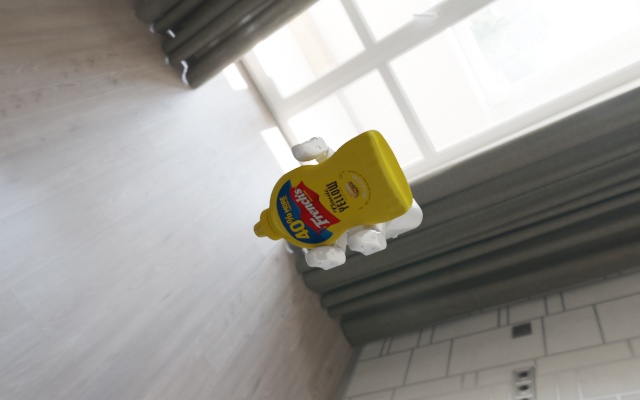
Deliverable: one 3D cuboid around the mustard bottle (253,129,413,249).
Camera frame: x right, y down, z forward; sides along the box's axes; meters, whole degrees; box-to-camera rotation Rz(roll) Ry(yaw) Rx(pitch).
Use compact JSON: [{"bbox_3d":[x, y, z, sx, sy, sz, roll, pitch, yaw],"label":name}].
[{"bbox_3d":[0.000,0.002,0.540,0.192,0.096,0.058,-25,6,28],"label":"mustard bottle"}]
